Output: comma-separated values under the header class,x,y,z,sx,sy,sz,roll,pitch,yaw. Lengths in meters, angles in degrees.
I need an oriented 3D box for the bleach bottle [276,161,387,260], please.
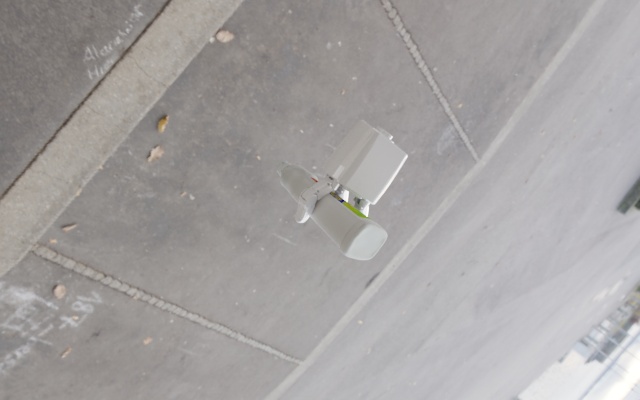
class,x,y,z,sx,sy,sz,roll,pitch,yaw
bleach bottle,0.000,0.003,0.840,0.250,0.068,0.102,41,10,34
